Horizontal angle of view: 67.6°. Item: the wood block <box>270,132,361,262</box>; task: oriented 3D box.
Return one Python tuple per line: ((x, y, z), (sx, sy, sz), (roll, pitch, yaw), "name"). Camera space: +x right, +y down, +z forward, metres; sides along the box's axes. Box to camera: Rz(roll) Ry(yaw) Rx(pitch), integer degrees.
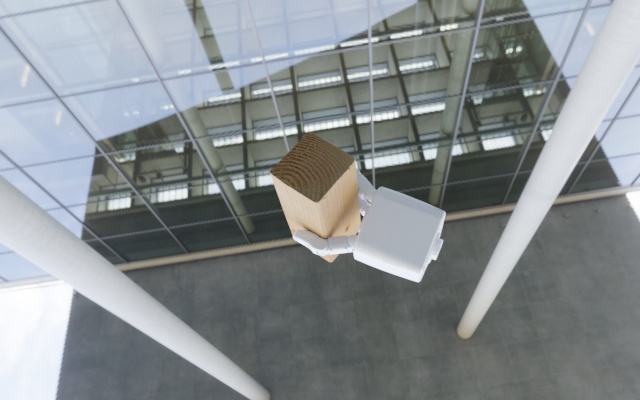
((0.000, 0.003, 0.750), (0.090, 0.090, 0.206), (33, -21, 23), "wood block")
